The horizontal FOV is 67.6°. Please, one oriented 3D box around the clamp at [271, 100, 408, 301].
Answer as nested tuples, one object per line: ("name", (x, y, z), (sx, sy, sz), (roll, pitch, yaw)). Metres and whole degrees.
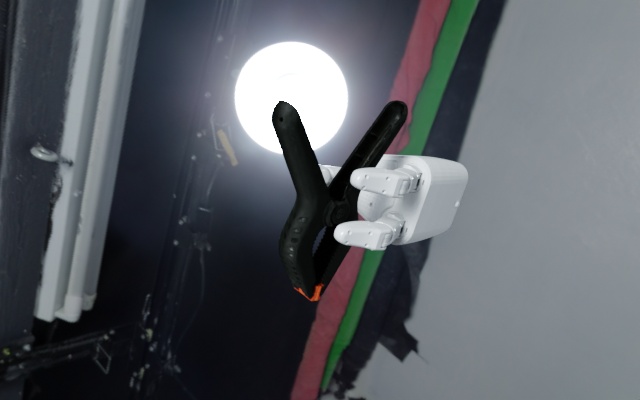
("clamp", (0.000, 0.002, 0.443), (0.036, 0.210, 0.164), (31, 22, 37))
